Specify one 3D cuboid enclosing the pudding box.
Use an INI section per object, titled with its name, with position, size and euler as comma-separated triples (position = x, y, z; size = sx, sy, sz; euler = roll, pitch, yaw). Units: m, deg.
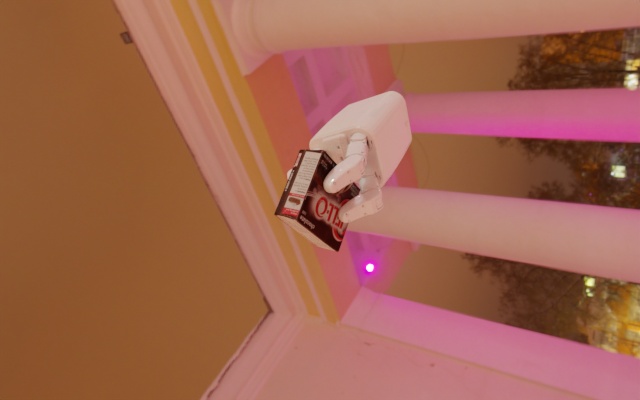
[pudding box]
position = 0.000, 0.002, 0.582
size = 0.039, 0.090, 0.113
euler = 8, -19, 35
